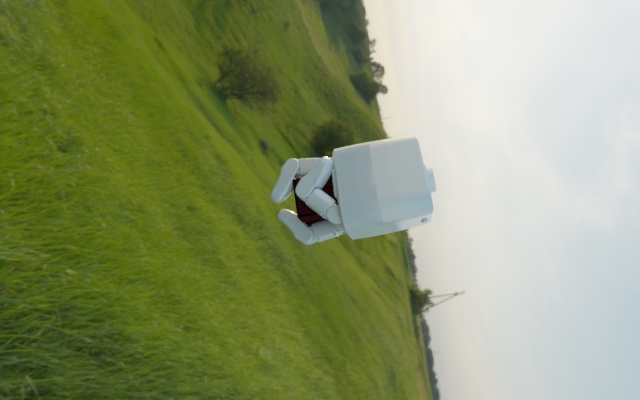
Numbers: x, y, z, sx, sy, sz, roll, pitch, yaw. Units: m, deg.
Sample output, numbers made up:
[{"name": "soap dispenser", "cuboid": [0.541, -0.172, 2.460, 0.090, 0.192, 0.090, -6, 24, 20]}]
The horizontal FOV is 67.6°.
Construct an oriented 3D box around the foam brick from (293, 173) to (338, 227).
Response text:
[{"name": "foam brick", "cuboid": [0.000, 0.002, 0.624, 0.051, 0.053, 0.078, -11, -15, 9]}]
